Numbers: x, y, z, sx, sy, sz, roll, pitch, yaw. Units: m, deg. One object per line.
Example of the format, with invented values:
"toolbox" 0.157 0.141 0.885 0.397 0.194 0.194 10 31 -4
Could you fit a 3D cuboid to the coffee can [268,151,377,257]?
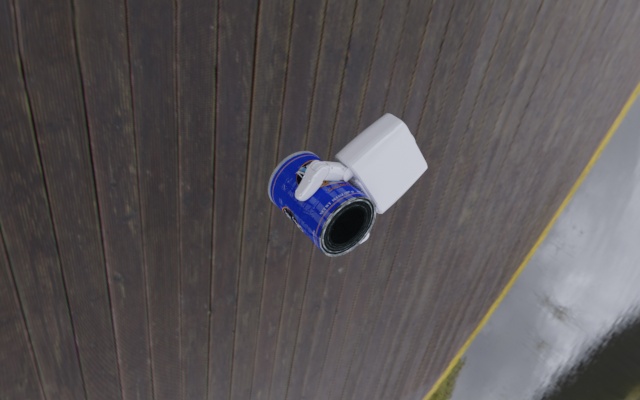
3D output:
"coffee can" 0.000 0.002 0.720 0.103 0.103 0.140 0 31 -43
